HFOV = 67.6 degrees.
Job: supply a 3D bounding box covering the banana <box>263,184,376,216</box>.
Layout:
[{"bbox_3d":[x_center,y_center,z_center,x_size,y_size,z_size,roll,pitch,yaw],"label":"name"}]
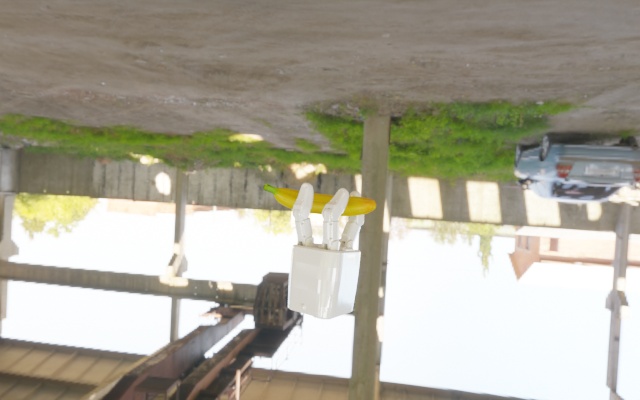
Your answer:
[{"bbox_3d":[0.003,0.005,0.813,0.198,0.037,0.069,7,-6,18],"label":"banana"}]
